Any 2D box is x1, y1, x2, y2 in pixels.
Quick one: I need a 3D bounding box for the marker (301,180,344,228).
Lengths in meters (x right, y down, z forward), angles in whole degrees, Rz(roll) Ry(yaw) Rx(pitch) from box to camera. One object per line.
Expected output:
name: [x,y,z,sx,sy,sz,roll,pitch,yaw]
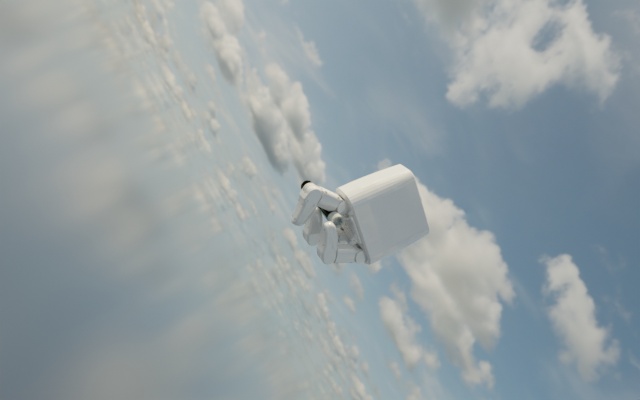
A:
marker: [0.000,0.002,0.688,0.020,0.020,0.121,0,27,-26]
